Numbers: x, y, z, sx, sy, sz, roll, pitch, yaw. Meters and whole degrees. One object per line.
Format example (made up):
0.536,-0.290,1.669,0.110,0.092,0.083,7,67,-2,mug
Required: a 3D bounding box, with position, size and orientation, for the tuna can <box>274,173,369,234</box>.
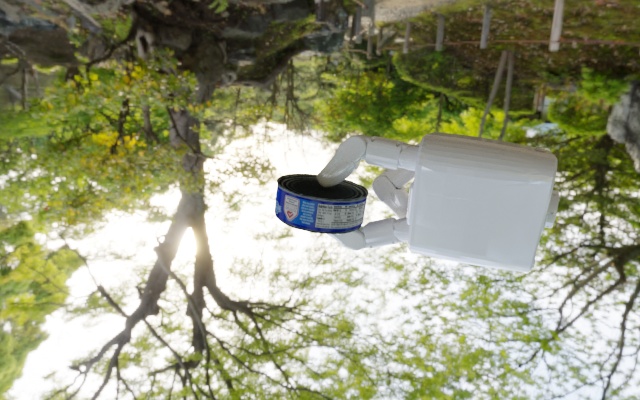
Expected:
0.000,0.002,0.447,0.086,0.034,0.086,7,16,-2,tuna can
